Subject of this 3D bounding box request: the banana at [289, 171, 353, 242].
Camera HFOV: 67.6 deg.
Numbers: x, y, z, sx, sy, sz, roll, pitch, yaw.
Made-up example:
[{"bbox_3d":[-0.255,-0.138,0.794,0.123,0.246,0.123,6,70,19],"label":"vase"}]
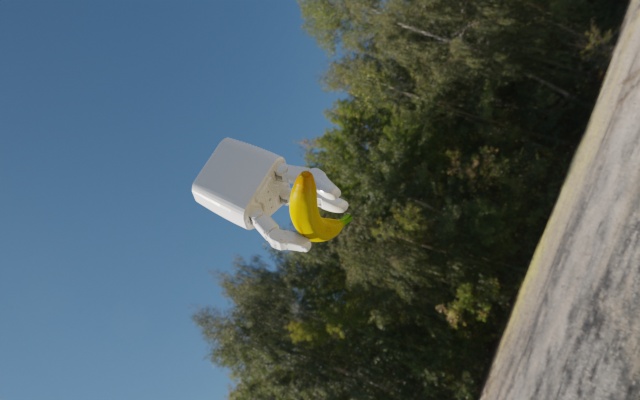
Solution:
[{"bbox_3d":[-0.008,0.019,0.654,0.037,0.069,0.198,27,-7,23],"label":"banana"}]
